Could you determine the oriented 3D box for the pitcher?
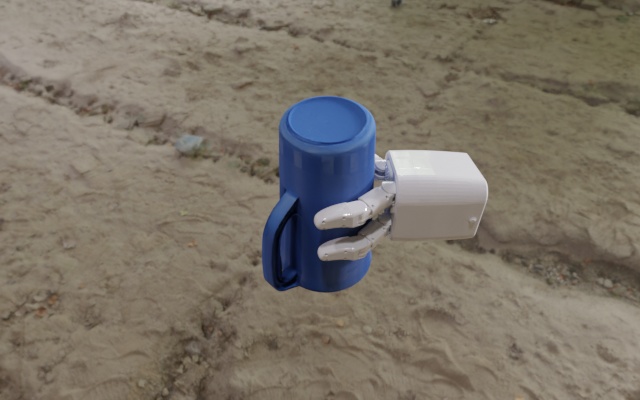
[{"bbox_3d":[0.000,0.002,0.601,0.145,0.243,0.149,0,45,0],"label":"pitcher"}]
